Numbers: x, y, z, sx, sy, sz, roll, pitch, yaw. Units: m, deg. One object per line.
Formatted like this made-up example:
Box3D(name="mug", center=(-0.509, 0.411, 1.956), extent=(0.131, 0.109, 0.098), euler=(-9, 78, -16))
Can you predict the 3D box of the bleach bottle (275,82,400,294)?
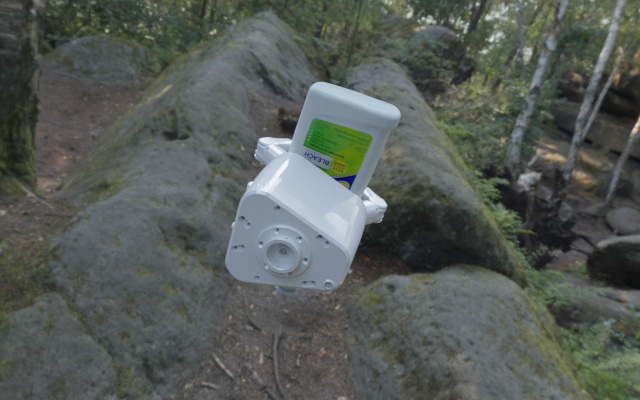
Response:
Box3D(name="bleach bottle", center=(0.000, 0.002, 0.544), extent=(0.102, 0.251, 0.068), euler=(20, 24, 4))
